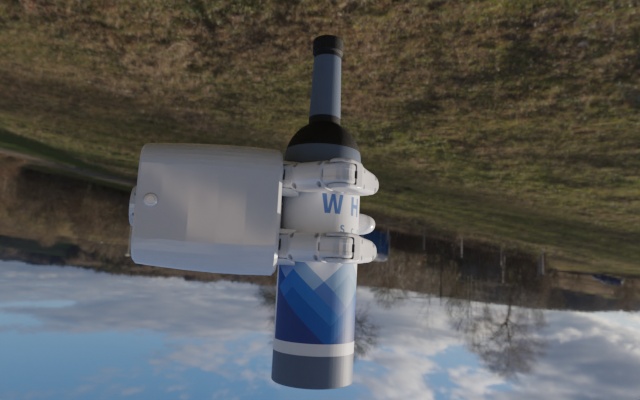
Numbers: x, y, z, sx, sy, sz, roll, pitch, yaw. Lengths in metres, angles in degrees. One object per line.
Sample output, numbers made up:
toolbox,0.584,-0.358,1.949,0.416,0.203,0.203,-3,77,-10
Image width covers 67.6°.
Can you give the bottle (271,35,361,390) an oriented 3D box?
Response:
bottle,0.000,0.002,0.411,0.069,0.295,0.069,3,-8,0
